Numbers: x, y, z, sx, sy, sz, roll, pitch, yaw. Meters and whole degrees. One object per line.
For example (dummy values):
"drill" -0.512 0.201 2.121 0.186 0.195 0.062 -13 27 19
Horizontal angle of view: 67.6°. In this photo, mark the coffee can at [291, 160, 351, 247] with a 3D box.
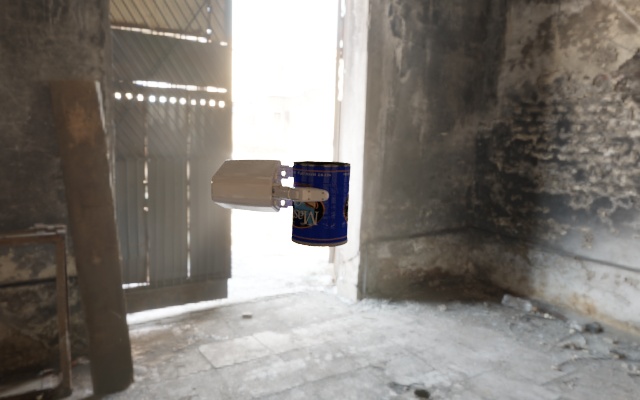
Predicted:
"coffee can" 0.000 0.003 0.842 0.103 0.140 0.103 2 8 0
